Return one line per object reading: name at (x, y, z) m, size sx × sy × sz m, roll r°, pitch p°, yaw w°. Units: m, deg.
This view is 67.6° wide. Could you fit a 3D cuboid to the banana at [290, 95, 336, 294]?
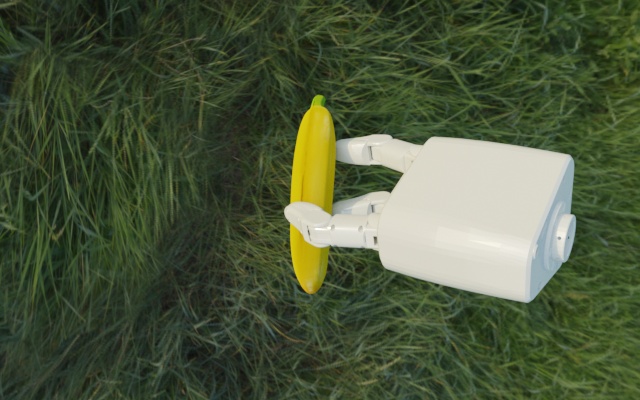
banana at (-0.005, 0.000, 0.446) m, size 0.037 × 0.198 × 0.069 m, roll 7°, pitch 8°, yaw 14°
